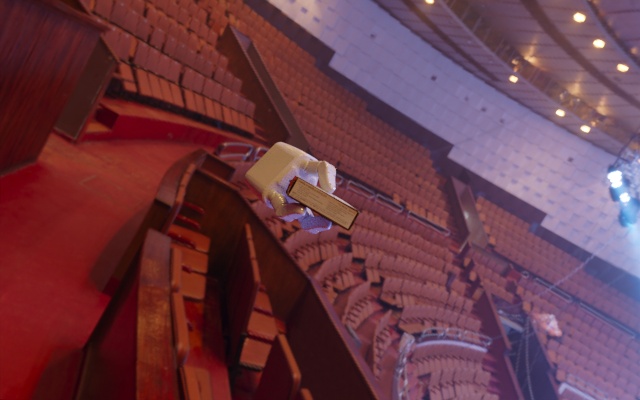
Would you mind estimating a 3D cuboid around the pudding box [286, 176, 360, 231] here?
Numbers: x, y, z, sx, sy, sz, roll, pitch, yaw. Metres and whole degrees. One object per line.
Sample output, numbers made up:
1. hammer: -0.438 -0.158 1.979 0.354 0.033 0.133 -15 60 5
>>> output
1. pudding box: 0.000 0.002 0.759 0.113 0.039 0.090 28 2 -7
